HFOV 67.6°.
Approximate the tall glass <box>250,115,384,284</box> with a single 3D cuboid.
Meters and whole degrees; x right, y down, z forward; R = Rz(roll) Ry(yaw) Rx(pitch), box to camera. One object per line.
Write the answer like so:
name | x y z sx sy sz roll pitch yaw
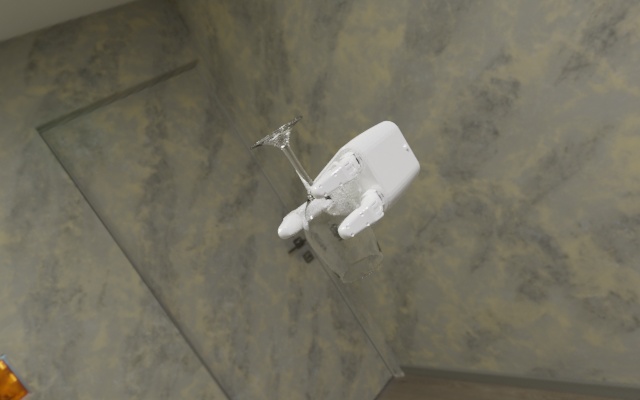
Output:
tall glass | 0.000 0.001 0.580 0.079 0.201 0.079 -31 8 5
